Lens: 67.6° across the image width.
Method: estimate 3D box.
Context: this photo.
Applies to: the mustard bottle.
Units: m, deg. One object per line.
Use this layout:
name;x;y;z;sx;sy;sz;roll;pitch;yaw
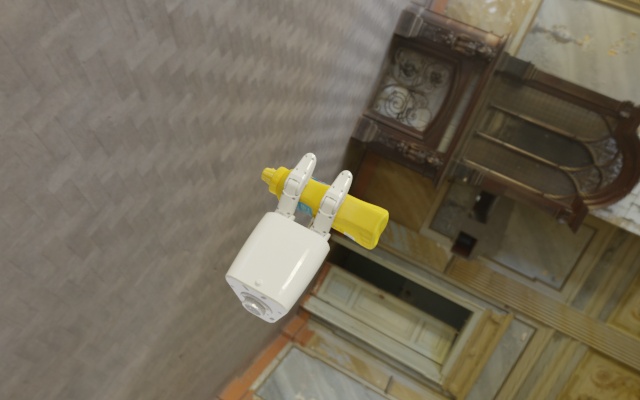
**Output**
mustard bottle;0.001;0.002;0.681;0.191;0.058;0.096;26;-6;13
